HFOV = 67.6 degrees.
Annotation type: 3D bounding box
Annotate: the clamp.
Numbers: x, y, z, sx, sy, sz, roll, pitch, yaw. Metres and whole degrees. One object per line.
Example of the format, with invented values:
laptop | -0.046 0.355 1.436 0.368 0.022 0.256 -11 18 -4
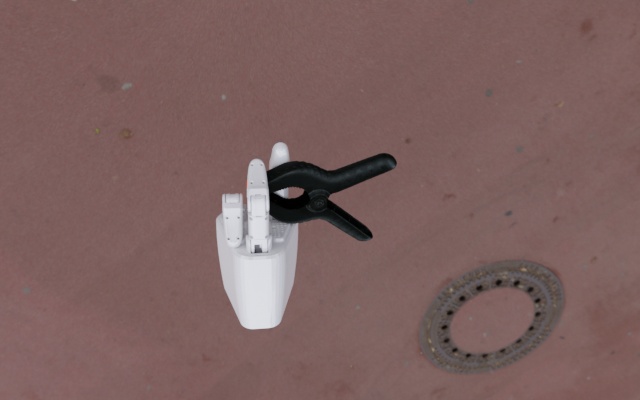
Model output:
clamp | 0.000 0.002 0.560 0.171 0.120 0.039 -2 28 -8
